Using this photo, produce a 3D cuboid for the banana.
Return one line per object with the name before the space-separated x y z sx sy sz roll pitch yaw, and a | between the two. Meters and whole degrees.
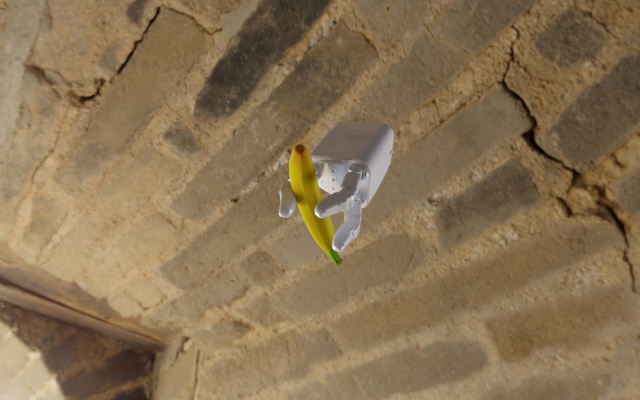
banana | -0.009 0.000 0.682 0.037 0.198 0.069 -33 32 -21
